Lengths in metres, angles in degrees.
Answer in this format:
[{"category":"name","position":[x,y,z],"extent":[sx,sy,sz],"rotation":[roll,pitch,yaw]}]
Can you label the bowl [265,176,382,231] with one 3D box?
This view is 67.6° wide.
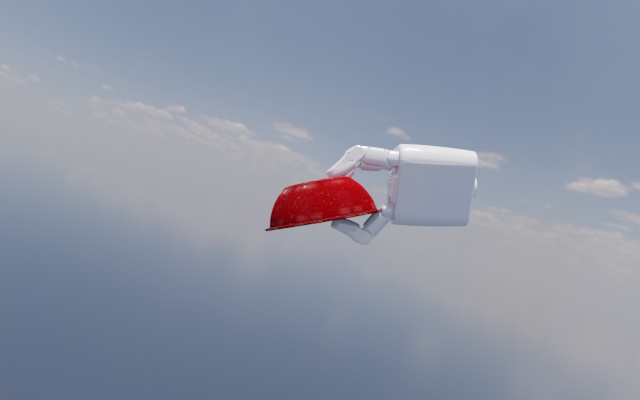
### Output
[{"category":"bowl","position":[-0.001,0.002,0.650],"extent":[0.162,0.055,0.162],"rotation":[-10,-2,0]}]
